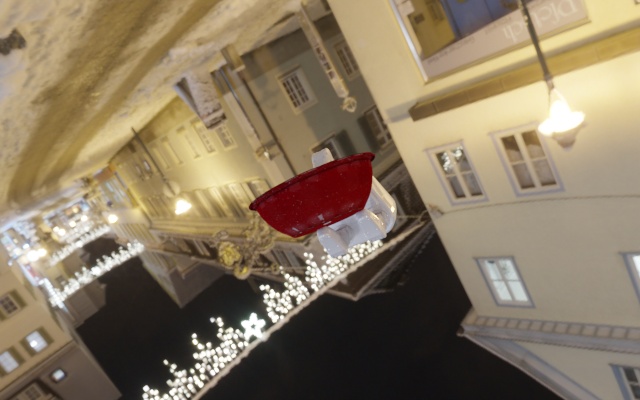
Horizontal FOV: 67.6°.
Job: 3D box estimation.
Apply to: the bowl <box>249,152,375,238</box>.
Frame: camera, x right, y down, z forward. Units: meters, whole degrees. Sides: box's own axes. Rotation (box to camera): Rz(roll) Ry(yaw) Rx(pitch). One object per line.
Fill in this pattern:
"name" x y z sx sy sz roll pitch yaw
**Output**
"bowl" 0.000 0.002 0.562 0.162 0.055 0.162 -23 -7 -3
